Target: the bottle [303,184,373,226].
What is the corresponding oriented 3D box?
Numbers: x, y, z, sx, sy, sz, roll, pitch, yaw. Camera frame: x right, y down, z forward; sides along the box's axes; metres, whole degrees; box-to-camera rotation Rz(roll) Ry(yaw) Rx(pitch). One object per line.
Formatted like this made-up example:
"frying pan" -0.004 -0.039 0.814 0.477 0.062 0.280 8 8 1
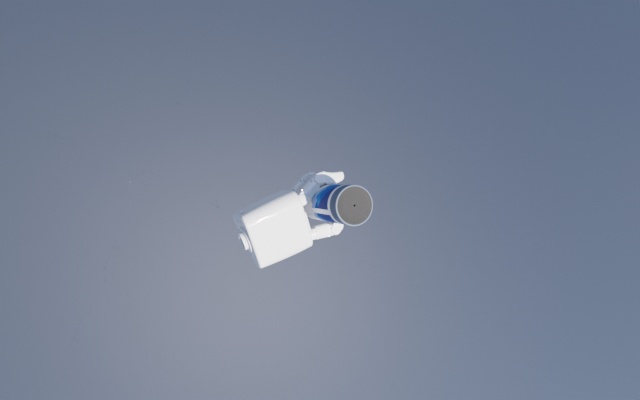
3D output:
"bottle" 0.000 0.003 0.896 0.069 0.069 0.295 0 2 -22
